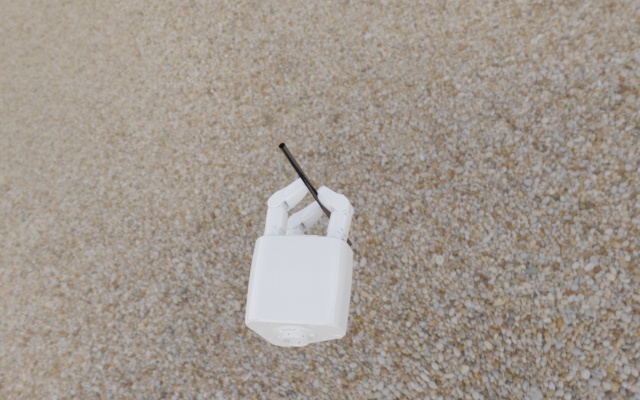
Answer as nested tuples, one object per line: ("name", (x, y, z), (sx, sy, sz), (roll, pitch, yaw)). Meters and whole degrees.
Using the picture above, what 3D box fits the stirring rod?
("stirring rod", (0.000, 0.002, 0.637), (0.011, 0.011, 0.240), (0, -33, 26))
